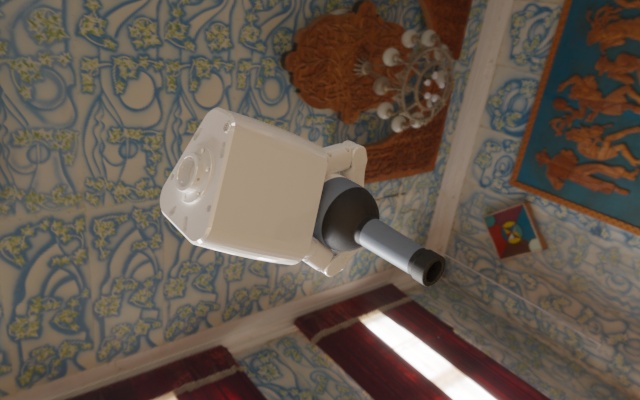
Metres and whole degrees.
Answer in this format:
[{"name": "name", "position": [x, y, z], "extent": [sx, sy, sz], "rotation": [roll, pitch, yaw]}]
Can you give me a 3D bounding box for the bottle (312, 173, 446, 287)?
[{"name": "bottle", "position": [0.000, 0.001, 0.478], "extent": [0.069, 0.069, 0.295], "rotation": [0, 22, -41]}]
